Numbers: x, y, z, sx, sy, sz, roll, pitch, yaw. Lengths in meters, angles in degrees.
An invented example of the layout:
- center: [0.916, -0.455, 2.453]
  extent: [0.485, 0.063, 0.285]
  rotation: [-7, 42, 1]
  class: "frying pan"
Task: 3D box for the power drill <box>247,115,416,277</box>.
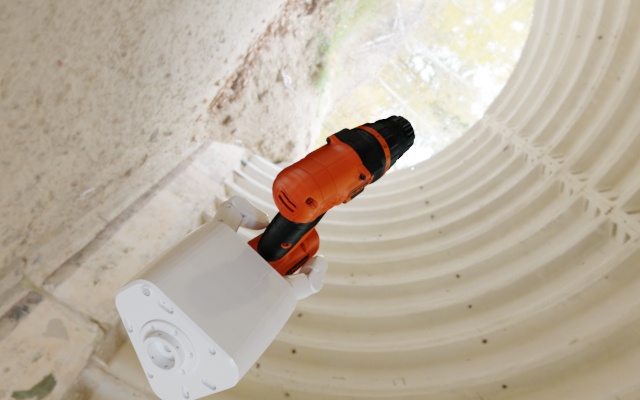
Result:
- center: [0.000, 0.002, 0.468]
  extent: [0.184, 0.057, 0.188]
  rotation: [-31, -16, -43]
  class: "power drill"
